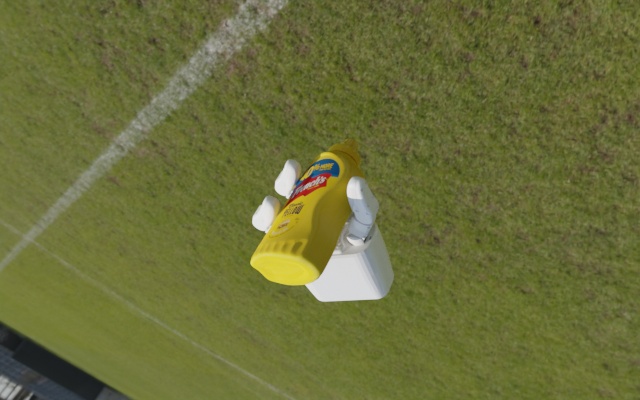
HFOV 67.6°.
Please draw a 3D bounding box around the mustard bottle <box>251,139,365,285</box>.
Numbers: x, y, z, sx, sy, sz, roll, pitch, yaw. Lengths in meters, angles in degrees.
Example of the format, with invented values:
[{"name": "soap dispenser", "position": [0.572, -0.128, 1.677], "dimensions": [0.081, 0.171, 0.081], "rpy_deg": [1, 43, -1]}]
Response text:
[{"name": "mustard bottle", "position": [0.000, 0.002, 0.539], "dimensions": [0.058, 0.191, 0.096], "rpy_deg": [44, -34, -23]}]
